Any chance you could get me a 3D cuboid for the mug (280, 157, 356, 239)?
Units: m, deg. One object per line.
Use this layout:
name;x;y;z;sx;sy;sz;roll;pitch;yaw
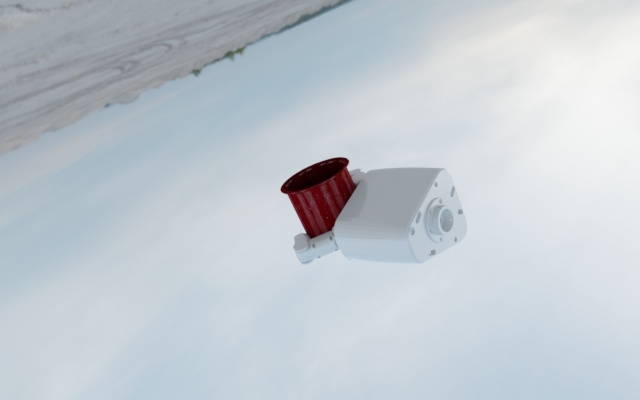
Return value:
mug;-0.001;0.002;0.615;0.093;0.081;0.117;-38;24;-34
